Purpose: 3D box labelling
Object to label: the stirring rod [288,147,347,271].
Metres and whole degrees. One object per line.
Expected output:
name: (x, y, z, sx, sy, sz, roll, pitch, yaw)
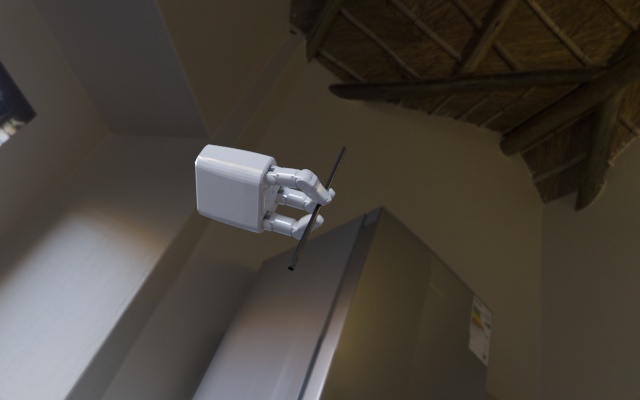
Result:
stirring rod: (0.000, 0.002, 0.686, 0.011, 0.239, 0.011, 14, -40, 12)
